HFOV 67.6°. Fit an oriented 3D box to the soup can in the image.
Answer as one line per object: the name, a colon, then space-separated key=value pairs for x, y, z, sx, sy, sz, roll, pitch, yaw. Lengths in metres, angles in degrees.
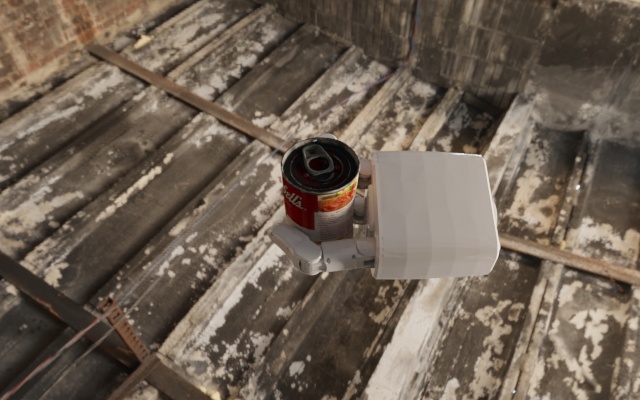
soup can: x=0.000 y=0.002 z=0.443 sx=0.068 sy=0.068 sz=0.102 roll=0 pitch=-41 yaw=0
